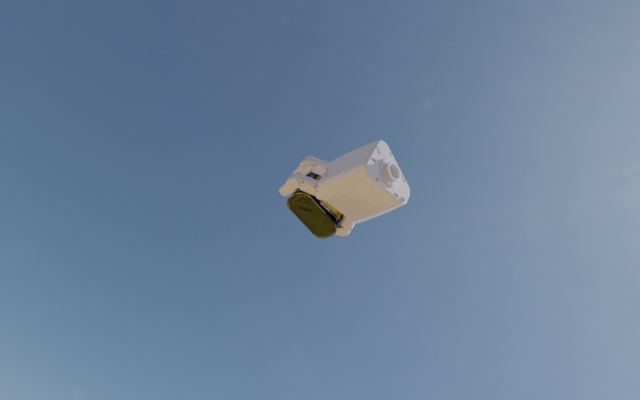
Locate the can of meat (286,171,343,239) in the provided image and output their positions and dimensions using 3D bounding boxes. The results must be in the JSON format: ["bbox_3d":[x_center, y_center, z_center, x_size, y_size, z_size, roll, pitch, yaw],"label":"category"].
[{"bbox_3d":[0.000,0.003,0.864,0.057,0.102,0.084,-27,22,43],"label":"can of meat"}]
